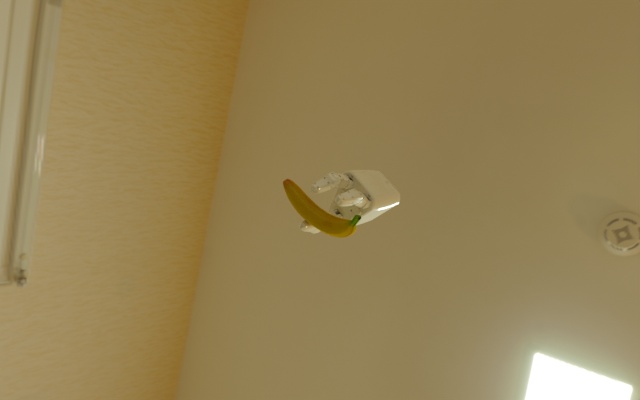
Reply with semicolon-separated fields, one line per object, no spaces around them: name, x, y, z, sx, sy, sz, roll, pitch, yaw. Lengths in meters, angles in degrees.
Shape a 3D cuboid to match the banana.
banana;0.000;0.021;0.883;0.197;0.070;0.037;26;27;37
